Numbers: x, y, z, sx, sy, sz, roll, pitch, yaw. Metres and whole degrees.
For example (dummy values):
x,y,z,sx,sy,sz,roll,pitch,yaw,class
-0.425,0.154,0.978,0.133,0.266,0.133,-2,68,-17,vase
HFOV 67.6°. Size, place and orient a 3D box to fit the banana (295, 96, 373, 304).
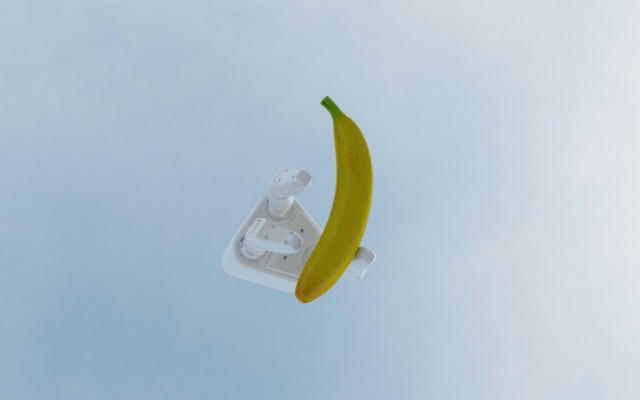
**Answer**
x,y,z,sx,sy,sz,roll,pitch,yaw,class
0.018,0.002,0.455,0.069,0.197,0.037,13,-18,-21,banana
